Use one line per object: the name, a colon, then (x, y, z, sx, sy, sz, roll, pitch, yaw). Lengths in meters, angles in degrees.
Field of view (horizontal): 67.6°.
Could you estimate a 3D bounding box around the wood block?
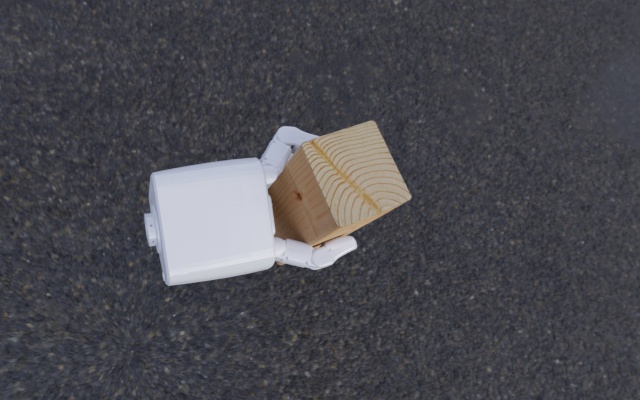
wood block: (0.000, 0.002, 0.549, 0.090, 0.091, 0.206, -21, -8, -25)
